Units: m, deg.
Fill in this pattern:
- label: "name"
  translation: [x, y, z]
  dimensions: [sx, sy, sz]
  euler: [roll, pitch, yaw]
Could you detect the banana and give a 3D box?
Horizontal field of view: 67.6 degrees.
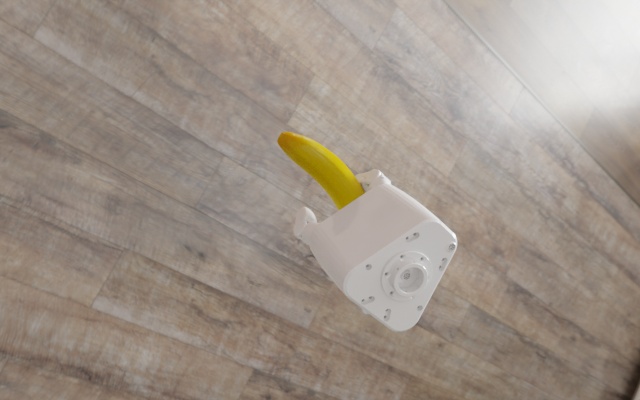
- label: "banana"
  translation: [0.019, -0.002, 0.569]
  dimensions: [0.069, 0.198, 0.037]
  euler: [-22, 25, 6]
